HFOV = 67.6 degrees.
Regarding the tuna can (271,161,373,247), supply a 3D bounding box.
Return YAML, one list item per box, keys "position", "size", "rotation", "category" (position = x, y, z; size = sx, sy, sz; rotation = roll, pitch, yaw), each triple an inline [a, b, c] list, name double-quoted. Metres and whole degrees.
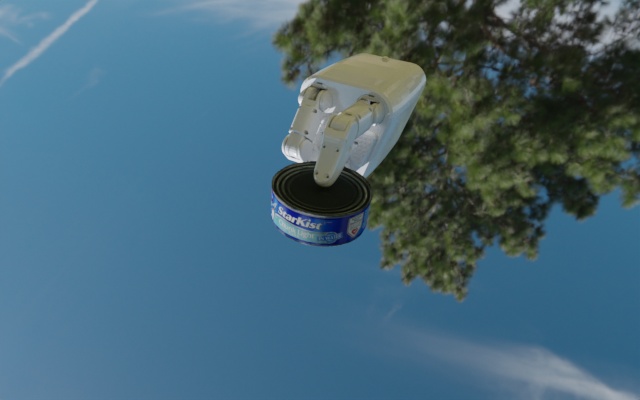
- position: [0.000, 0.002, 0.409]
  size: [0.086, 0.034, 0.086]
  rotation: [5, 33, -3]
  category: "tuna can"
